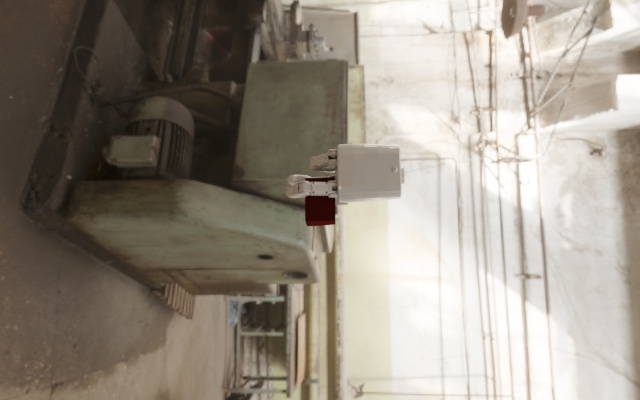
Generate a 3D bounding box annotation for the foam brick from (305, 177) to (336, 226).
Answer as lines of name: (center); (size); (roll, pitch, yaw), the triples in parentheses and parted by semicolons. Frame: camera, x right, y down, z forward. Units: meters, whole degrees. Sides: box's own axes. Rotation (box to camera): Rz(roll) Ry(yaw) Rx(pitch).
foam brick: (0.000, 0.003, 0.829); (0.051, 0.078, 0.053); (-1, -11, 2)
